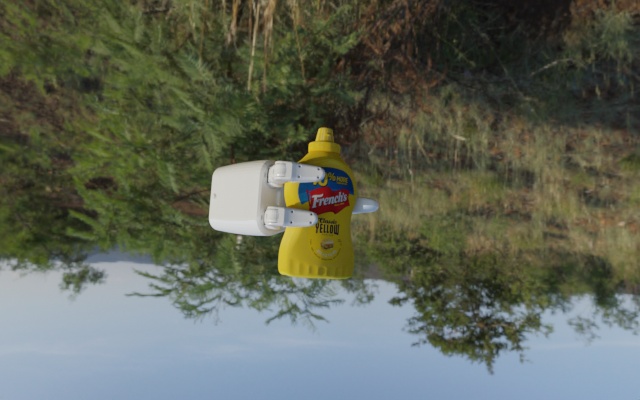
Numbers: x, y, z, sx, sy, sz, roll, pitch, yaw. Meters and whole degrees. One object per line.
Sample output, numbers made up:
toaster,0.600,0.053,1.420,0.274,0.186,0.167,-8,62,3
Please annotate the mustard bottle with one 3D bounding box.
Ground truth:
mustard bottle,0.000,0.002,0.612,0.096,0.191,0.058,6,-6,-25
